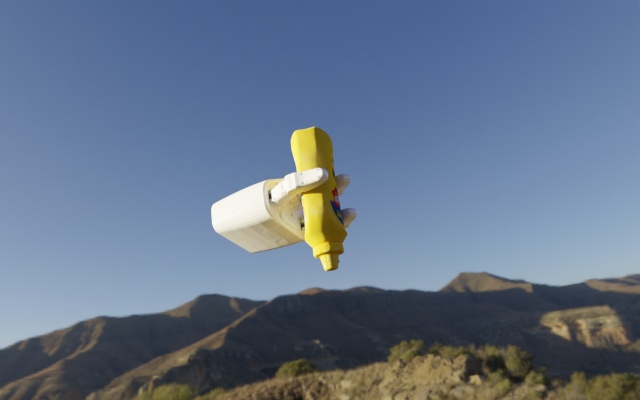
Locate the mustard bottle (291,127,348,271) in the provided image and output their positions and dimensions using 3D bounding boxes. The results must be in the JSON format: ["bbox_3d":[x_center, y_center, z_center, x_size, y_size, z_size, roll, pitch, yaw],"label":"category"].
[{"bbox_3d":[0.000,0.002,0.662,0.058,0.191,0.096,-10,-18,5],"label":"mustard bottle"}]
